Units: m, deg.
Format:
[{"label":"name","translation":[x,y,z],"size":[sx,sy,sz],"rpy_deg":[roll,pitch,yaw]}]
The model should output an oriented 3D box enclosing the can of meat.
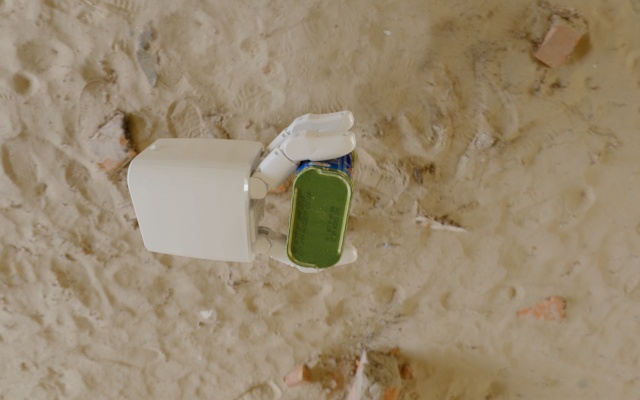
[{"label":"can of meat","translation":[0.000,0.002,0.446],"size":[0.057,0.102,0.084],"rpy_deg":[8,24,0]}]
